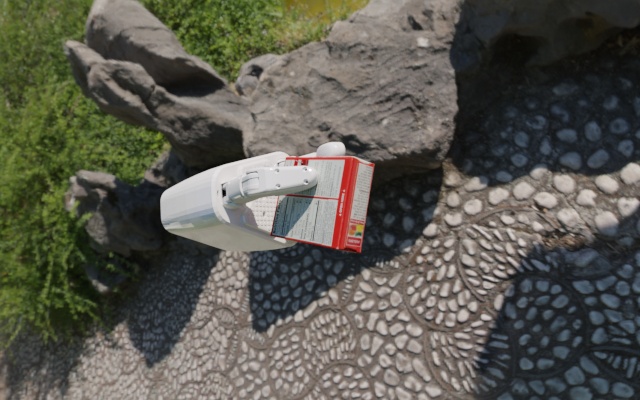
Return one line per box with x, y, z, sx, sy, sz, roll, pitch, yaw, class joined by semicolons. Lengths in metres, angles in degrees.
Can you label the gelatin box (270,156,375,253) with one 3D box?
0.000;0.001;0.403;0.030;0.073;0.089;13;-5;-42;gelatin box
